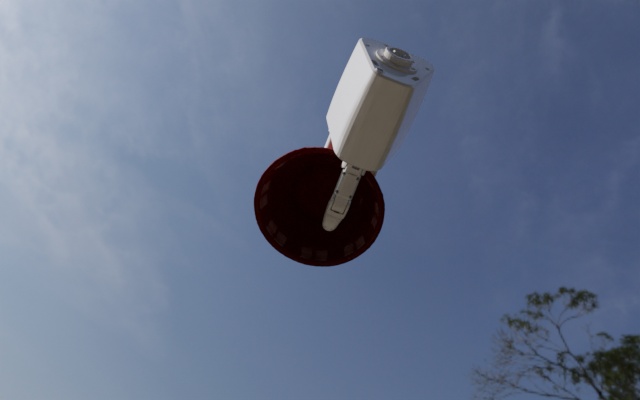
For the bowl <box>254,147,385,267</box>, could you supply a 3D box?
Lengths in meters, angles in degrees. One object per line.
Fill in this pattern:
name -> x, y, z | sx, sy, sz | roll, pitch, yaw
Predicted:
bowl -> -0.001, 0.003, 0.608 | 0.162, 0.162, 0.055 | 0, 23, 7
